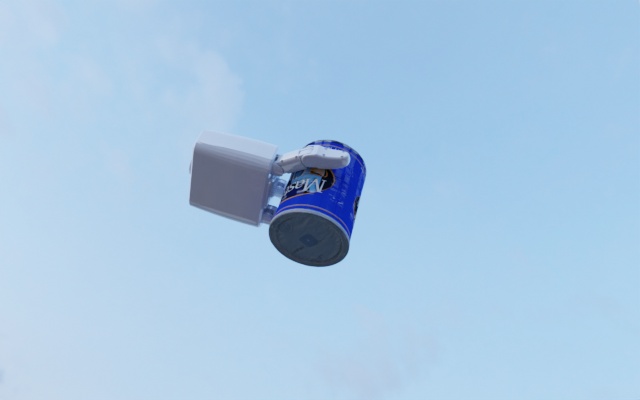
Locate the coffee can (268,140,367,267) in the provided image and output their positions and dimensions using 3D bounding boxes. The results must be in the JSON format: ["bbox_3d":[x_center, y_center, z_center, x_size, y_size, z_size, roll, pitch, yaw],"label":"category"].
[{"bbox_3d":[0.000,0.002,0.634,0.103,0.103,0.140,0,44,18],"label":"coffee can"}]
